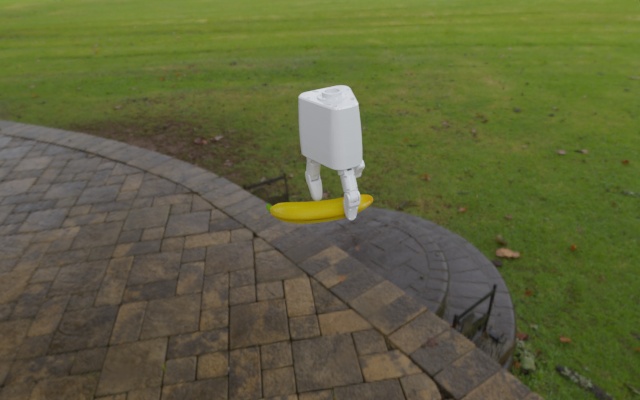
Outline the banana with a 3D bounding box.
[{"bbox_3d":[-0.004,0.013,0.848,0.198,0.037,0.069,-3,31,3],"label":"banana"}]
